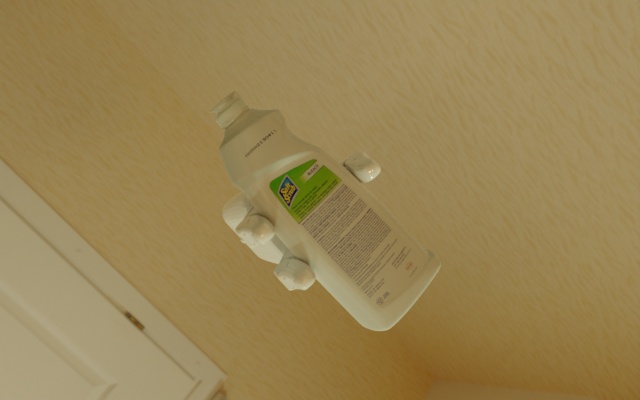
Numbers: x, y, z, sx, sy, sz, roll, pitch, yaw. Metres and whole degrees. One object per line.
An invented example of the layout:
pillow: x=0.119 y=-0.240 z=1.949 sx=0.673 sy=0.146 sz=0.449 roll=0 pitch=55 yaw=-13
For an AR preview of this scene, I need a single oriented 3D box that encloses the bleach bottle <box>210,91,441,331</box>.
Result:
bleach bottle: x=0.000 y=0.002 z=0.444 sx=0.102 sy=0.251 sz=0.068 roll=-46 pitch=14 yaw=-22
